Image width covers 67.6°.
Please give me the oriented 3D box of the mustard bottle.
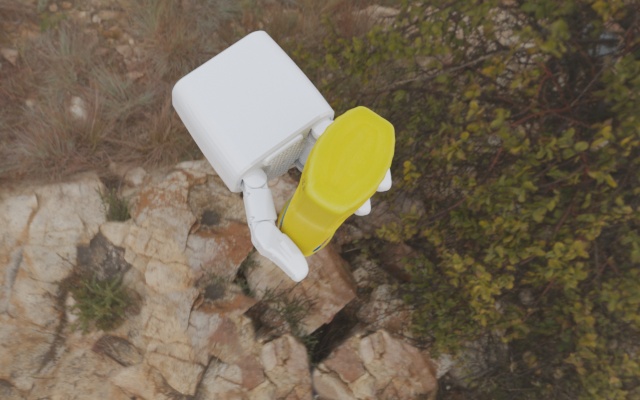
[{"bbox_3d":[0.000,0.002,0.434,0.058,0.096,0.192,31,-26,-2],"label":"mustard bottle"}]
